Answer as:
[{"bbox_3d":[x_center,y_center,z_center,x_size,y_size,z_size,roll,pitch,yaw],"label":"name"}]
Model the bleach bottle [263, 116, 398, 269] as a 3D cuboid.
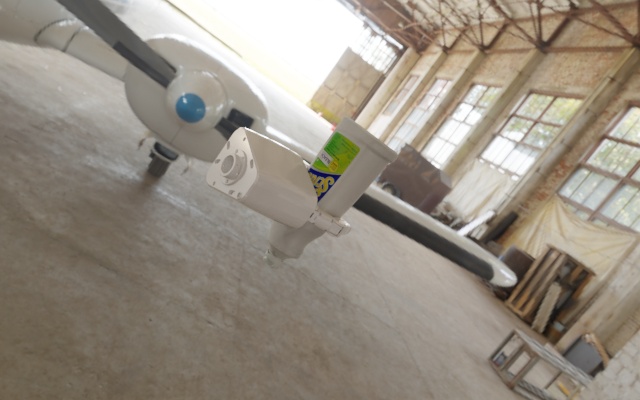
[{"bbox_3d":[0.000,0.002,0.713,0.068,0.251,0.102,26,14,-44],"label":"bleach bottle"}]
